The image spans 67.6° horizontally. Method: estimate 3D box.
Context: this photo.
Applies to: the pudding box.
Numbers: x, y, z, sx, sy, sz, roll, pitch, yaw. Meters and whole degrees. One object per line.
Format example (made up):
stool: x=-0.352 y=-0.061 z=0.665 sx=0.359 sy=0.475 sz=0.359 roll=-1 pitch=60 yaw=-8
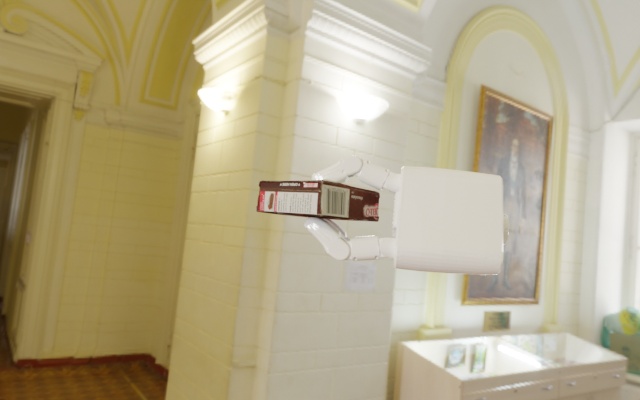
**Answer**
pudding box: x=0.000 y=0.002 z=0.530 sx=0.090 sy=0.039 sz=0.113 roll=1 pitch=-6 yaw=38
